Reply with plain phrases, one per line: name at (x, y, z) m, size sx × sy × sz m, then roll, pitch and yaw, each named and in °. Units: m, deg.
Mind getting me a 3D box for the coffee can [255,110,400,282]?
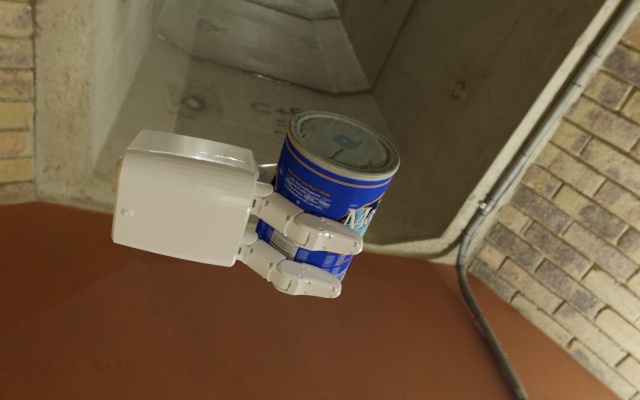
coffee can at (0.000, 0.001, 0.452) m, size 0.103 × 0.140 × 0.102 m, roll 15°, pitch 34°, yaw -10°
